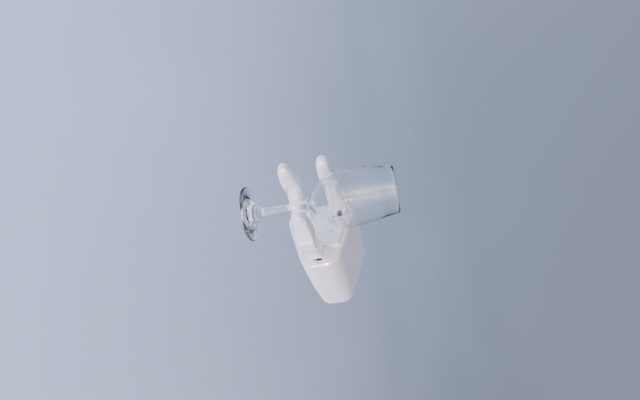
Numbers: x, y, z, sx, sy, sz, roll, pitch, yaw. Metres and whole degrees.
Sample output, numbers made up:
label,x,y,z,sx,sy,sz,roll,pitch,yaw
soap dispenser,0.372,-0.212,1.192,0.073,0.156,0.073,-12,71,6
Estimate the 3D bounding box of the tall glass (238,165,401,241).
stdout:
label,x,y,z,sx,sy,sz,roll,pitch,yaw
tall glass,-0.001,0.002,0.624,0.201,0.079,0.079,-10,-2,12
